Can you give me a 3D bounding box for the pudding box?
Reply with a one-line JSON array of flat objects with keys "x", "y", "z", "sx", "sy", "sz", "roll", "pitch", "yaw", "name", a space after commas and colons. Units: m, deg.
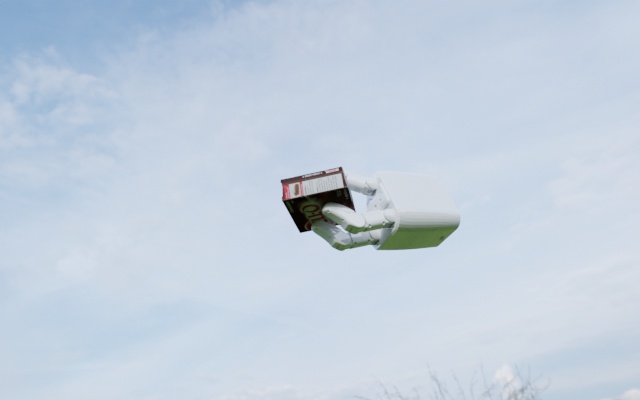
[{"x": 0.000, "y": 0.002, "z": 0.675, "sx": 0.090, "sy": 0.039, "sz": 0.114, "roll": -13, "pitch": -31, "yaw": 5, "name": "pudding box"}]
